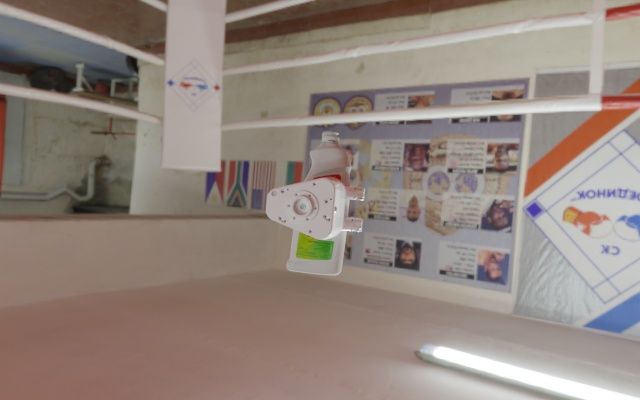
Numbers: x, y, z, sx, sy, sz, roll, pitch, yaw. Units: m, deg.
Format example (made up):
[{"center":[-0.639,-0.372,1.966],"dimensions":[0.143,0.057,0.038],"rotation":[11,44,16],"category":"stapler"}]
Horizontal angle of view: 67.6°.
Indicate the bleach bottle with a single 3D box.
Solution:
[{"center":[0.000,0.003,0.859],"dimensions":[0.102,0.251,0.068],"rotation":[5,1,9],"category":"bleach bottle"}]
